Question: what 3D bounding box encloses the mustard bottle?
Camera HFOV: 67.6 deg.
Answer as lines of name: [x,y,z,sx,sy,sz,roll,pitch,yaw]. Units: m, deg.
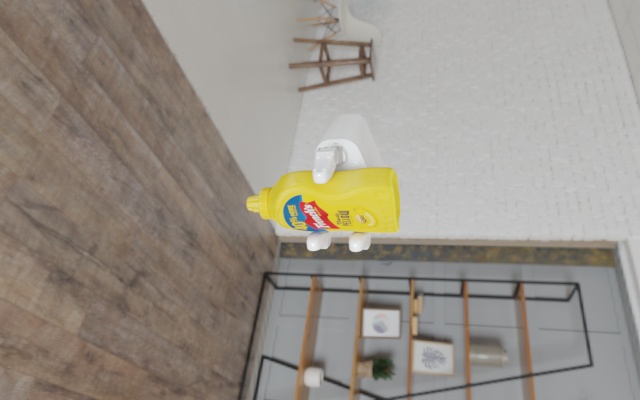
mustard bottle: [0.000,0.002,0.594,0.191,0.058,0.096,-1,-35,14]
